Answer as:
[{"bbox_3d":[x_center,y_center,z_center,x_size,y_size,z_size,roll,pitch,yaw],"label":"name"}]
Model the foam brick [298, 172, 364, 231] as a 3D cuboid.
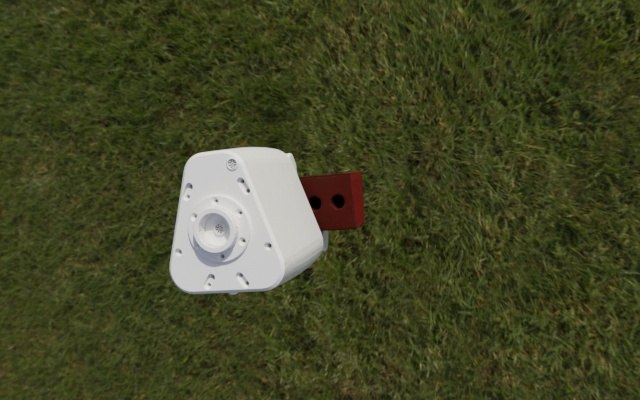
[{"bbox_3d":[0.000,0.001,0.461,0.078,0.053,0.051,-5,2,14],"label":"foam brick"}]
